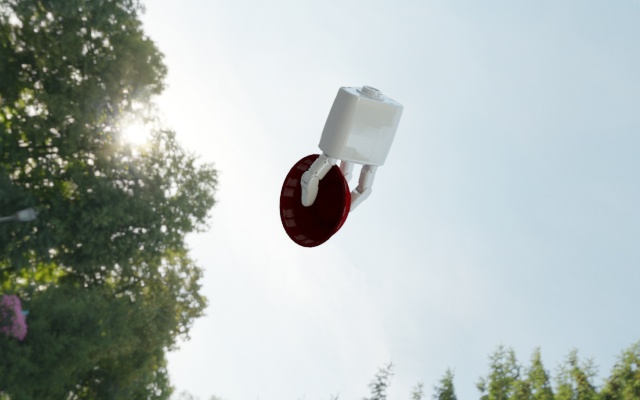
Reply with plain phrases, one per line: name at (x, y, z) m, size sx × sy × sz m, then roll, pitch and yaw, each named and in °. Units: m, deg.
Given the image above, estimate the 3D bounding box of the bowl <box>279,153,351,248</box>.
bowl at (0.000, 0.004, 0.829) m, size 0.162 × 0.162 × 0.055 m, roll 0°, pitch -6°, yaw 44°
